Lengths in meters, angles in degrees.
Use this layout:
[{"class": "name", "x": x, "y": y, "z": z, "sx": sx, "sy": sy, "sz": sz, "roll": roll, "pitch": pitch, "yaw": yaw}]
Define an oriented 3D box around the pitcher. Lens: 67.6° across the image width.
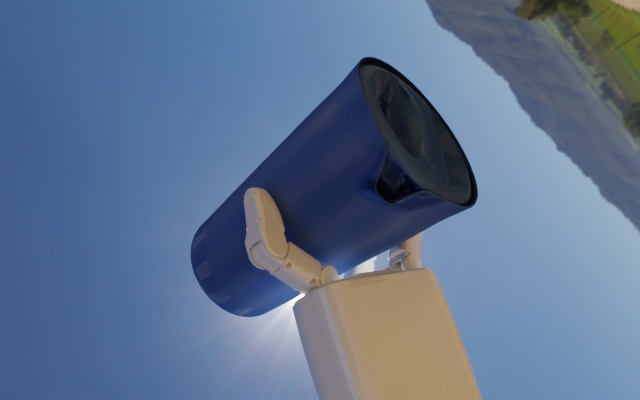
[{"class": "pitcher", "x": 0.000, "y": 0.002, "z": 0.417, "sx": 0.243, "sy": 0.145, "sz": 0.149, "roll": -36, "pitch": -31, "yaw": 32}]
